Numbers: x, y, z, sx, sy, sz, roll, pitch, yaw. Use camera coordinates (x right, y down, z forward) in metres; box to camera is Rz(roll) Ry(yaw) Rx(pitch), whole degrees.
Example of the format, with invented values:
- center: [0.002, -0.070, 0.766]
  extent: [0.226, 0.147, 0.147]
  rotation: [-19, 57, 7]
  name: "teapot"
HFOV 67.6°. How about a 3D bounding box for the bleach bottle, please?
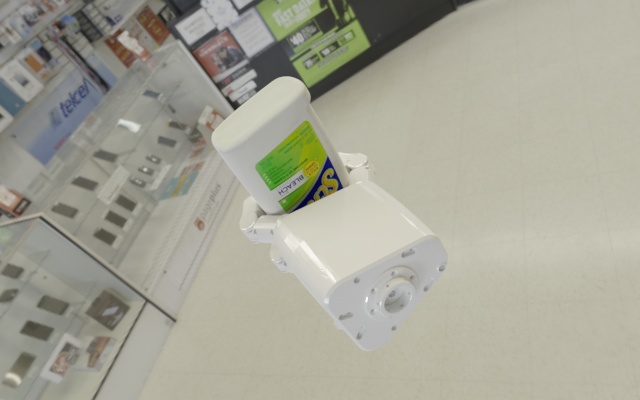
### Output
- center: [0.000, 0.002, 0.502]
  extent: [0.102, 0.251, 0.068]
  rotation: [-40, 36, -5]
  name: "bleach bottle"
